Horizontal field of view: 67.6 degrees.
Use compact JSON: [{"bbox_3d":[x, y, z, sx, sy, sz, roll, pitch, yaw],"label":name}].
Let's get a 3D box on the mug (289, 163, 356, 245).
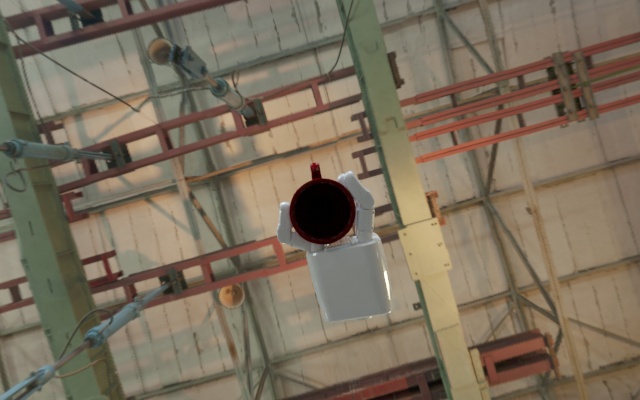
[{"bbox_3d":[0.000,0.001,0.704,0.093,0.117,0.081,-12,2,0],"label":"mug"}]
